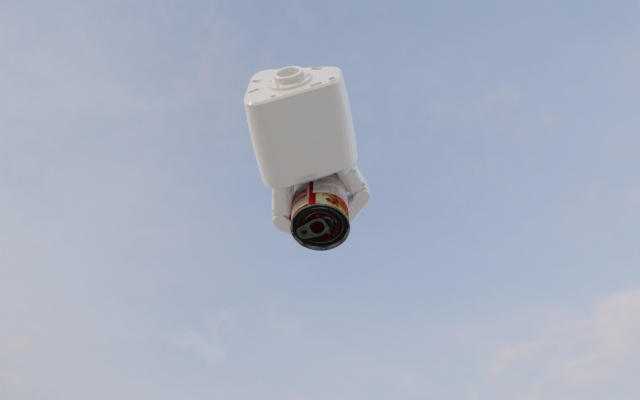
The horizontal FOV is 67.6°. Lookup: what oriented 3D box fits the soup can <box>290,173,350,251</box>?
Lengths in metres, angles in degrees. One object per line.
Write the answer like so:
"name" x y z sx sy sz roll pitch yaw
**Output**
"soup can" 0.000 0.002 0.579 0.068 0.069 0.102 0 36 1
